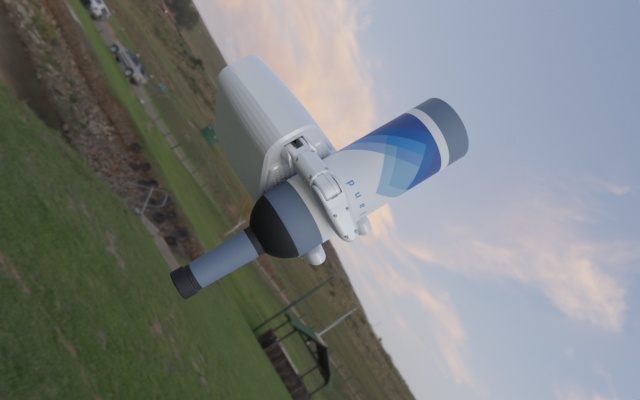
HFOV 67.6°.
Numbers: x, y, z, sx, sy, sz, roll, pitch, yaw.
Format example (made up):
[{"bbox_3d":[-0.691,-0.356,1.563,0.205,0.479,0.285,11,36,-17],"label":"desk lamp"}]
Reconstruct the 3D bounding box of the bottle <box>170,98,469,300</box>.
[{"bbox_3d":[0.000,0.001,0.444,0.295,0.069,0.069,-31,6,-11],"label":"bottle"}]
